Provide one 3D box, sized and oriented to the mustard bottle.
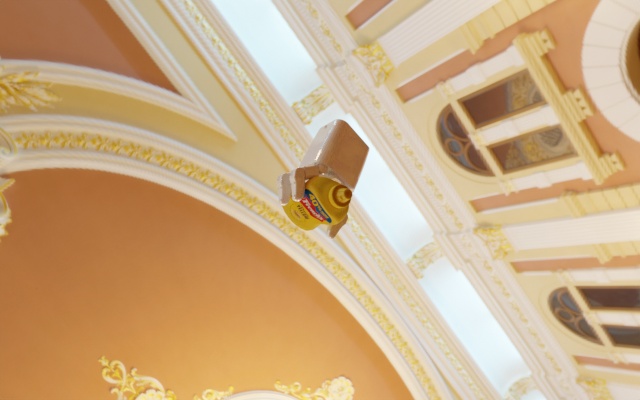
[{"bbox_3d":[0.000,0.003,0.887,0.058,0.096,0.191,-40,12,-30],"label":"mustard bottle"}]
